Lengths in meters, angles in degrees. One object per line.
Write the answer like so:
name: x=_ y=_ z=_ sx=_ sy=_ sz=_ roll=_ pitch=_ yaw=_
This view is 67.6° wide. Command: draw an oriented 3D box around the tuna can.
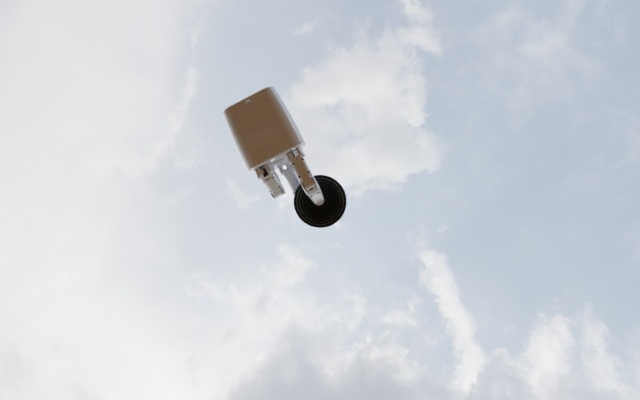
tuna can: x=0.000 y=0.003 z=0.781 sx=0.086 sy=0.086 sz=0.034 roll=0 pitch=-5 yaw=3
